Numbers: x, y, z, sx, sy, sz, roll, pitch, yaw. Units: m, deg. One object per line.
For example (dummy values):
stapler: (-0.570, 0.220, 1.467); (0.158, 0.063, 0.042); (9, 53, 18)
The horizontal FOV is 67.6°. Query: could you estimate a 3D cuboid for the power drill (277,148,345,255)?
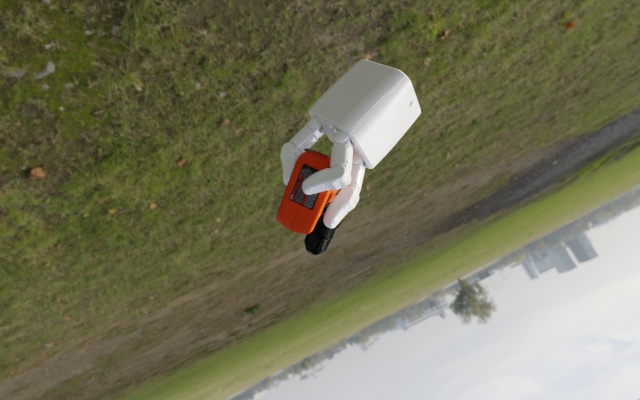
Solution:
power drill: (0.000, 0.002, 0.693); (0.057, 0.184, 0.187); (22, 7, 13)
